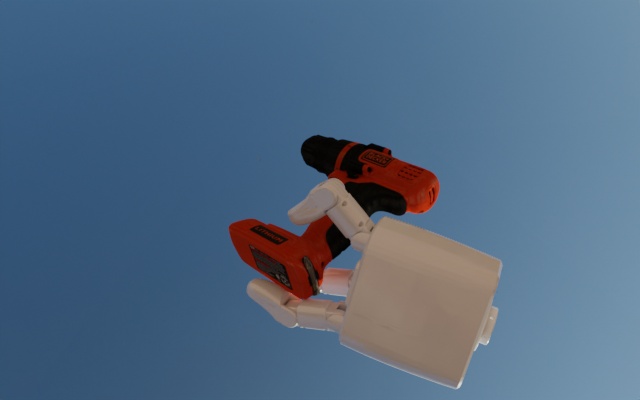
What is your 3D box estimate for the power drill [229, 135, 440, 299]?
[{"bbox_3d":[0.000,0.002,0.496,0.184,0.057,0.187,24,53,40],"label":"power drill"}]
